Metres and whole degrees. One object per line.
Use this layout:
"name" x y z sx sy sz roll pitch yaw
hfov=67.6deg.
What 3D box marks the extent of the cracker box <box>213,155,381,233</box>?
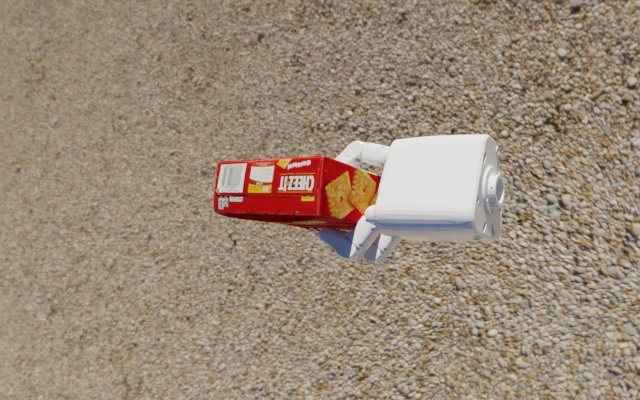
"cracker box" 0.000 0.002 0.602 0.164 0.072 0.214 0 -9 37
